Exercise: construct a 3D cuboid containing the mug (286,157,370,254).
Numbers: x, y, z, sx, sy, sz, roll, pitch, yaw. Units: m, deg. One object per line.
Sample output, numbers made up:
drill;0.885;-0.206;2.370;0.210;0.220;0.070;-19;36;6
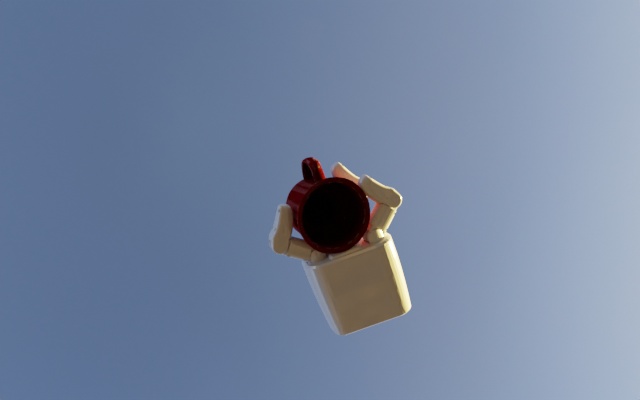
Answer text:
mug;-0.001;0.001;0.600;0.093;0.117;0.081;-24;15;-15
